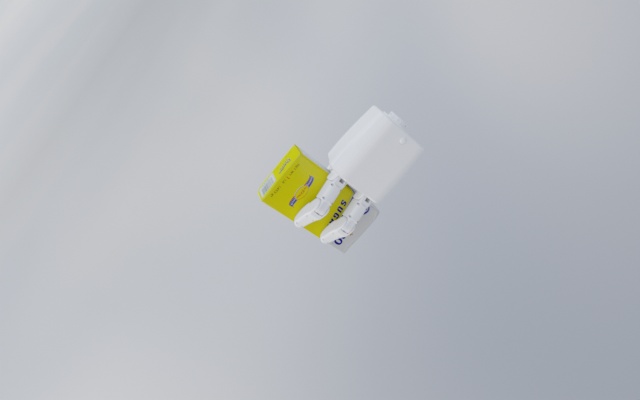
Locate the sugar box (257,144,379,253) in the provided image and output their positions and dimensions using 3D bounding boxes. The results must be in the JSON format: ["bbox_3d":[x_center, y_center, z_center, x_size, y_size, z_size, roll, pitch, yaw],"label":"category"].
[{"bbox_3d":[0.000,0.002,0.731,0.176,0.093,0.048,34,13,-28],"label":"sugar box"}]
